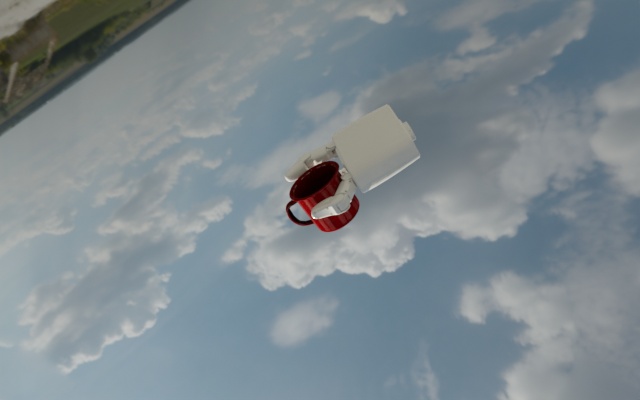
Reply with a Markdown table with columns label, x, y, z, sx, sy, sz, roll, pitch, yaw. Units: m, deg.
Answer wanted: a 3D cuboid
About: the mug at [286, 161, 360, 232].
| label | x | y | z | sx | sy | sz | roll | pitch | yaw |
| --- | --- | --- | --- | --- | --- | --- | --- | --- | --- |
| mug | -0.001 | 0.003 | 0.772 | 0.117 | 0.081 | 0.093 | -31 | 28 | 11 |
